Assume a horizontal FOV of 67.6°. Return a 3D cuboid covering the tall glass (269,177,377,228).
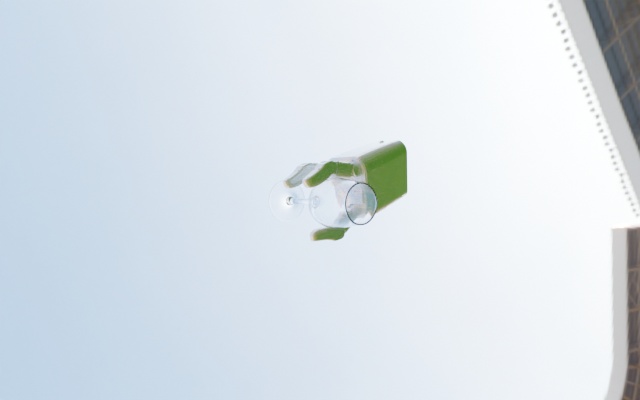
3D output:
[{"bbox_3d":[0.000,0.003,0.761,0.079,0.079,0.201,0,1,-36],"label":"tall glass"}]
